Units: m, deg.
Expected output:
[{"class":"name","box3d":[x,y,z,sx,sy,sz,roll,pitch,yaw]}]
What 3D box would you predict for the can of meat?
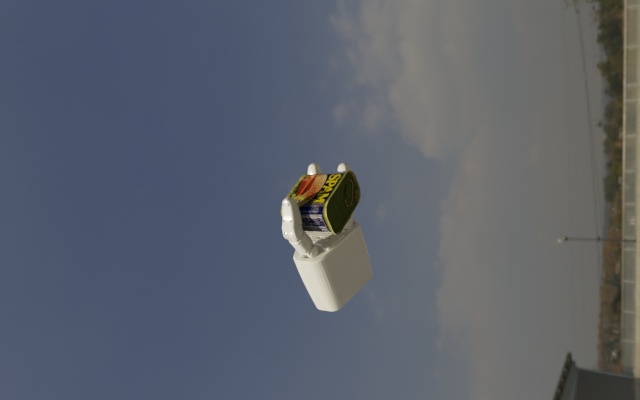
[{"class":"can of meat","box3d":[0.000,0.002,0.713,0.084,0.057,0.102,0,39,33]}]
